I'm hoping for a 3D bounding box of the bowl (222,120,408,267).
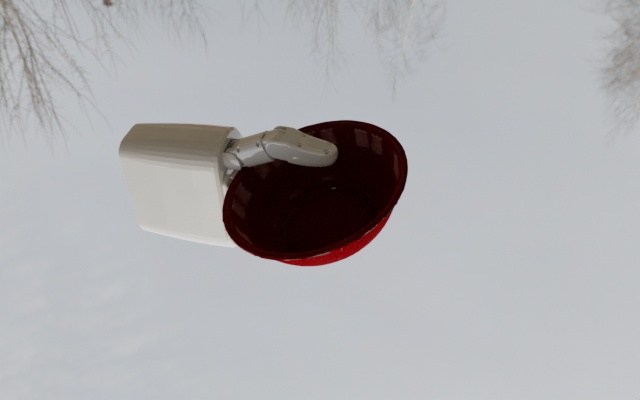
[{"bbox_3d":[0.001,0.002,0.413,0.162,0.162,0.055,0,-43,25],"label":"bowl"}]
